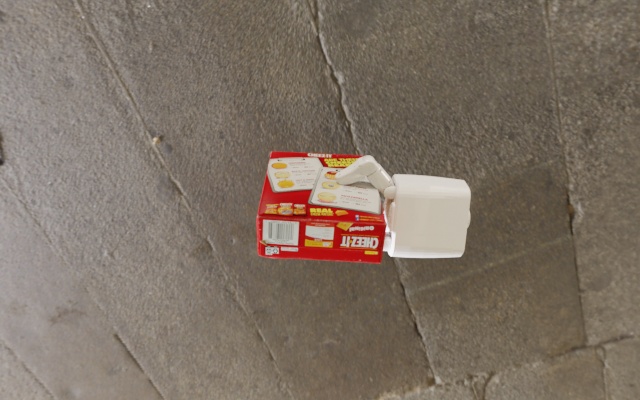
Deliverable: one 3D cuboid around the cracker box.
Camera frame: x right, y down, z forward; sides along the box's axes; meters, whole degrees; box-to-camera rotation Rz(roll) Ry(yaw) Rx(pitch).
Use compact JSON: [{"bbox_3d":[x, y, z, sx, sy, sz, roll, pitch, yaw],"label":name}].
[{"bbox_3d":[0.000,0.002,0.694,0.164,0.072,0.213,3,28,-2],"label":"cracker box"}]
